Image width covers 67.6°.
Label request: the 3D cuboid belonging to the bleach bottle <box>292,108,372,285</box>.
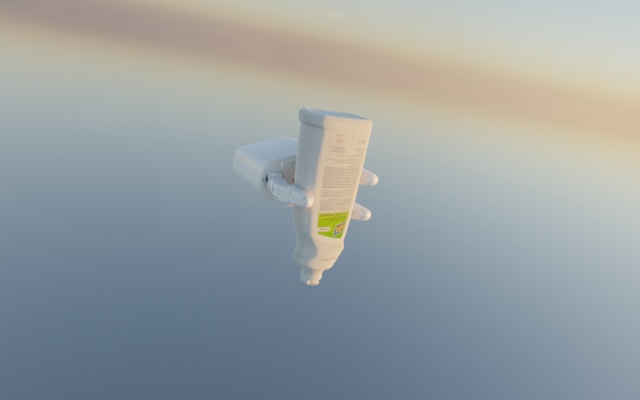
[{"bbox_3d":[0.000,0.002,0.675,0.102,0.251,0.068,-1,20,-35],"label":"bleach bottle"}]
